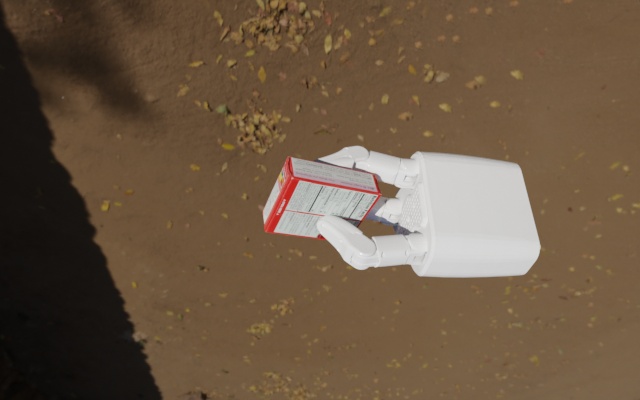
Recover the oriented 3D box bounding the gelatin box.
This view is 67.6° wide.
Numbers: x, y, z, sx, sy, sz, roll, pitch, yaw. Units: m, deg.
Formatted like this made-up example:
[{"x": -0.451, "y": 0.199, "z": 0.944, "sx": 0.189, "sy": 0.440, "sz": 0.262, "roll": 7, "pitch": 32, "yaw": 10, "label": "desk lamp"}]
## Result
[{"x": 0.000, "y": 0.002, "z": 0.437, "sx": 0.089, "sy": 0.030, "sz": 0.073, "roll": 9, "pitch": -45, "yaw": -23, "label": "gelatin box"}]
